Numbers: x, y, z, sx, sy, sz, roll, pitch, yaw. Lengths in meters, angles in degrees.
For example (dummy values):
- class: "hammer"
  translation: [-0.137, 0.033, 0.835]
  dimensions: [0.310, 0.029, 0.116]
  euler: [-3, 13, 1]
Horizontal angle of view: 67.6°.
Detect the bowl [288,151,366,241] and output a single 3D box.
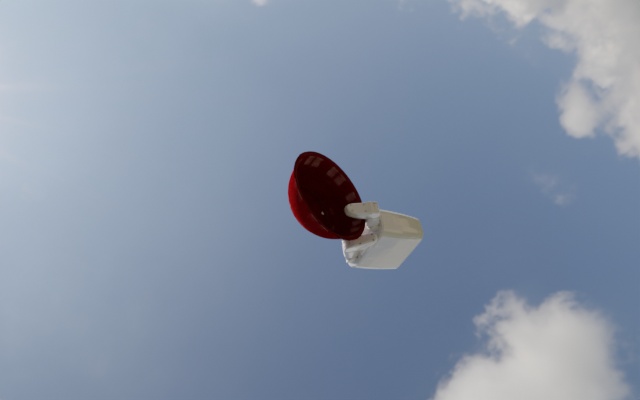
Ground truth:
- class: "bowl"
  translation: [-0.001, 0.002, 0.770]
  dimensions: [0.055, 0.162, 0.162]
  euler: [-34, -19, 31]
